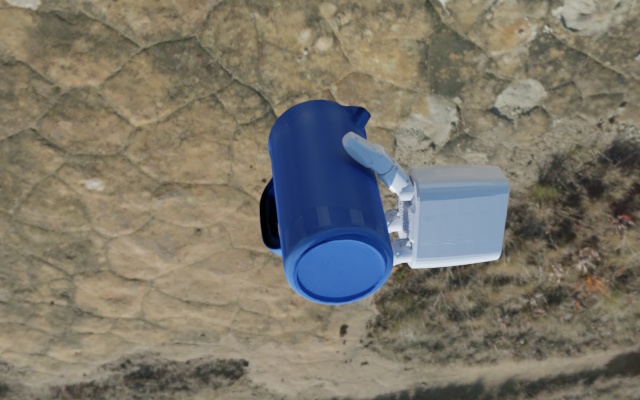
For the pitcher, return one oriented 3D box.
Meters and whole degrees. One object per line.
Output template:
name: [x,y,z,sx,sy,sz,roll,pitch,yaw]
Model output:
pitcher: [0.000,0.002,0.554,0.145,0.149,0.242,-1,38,-6]
